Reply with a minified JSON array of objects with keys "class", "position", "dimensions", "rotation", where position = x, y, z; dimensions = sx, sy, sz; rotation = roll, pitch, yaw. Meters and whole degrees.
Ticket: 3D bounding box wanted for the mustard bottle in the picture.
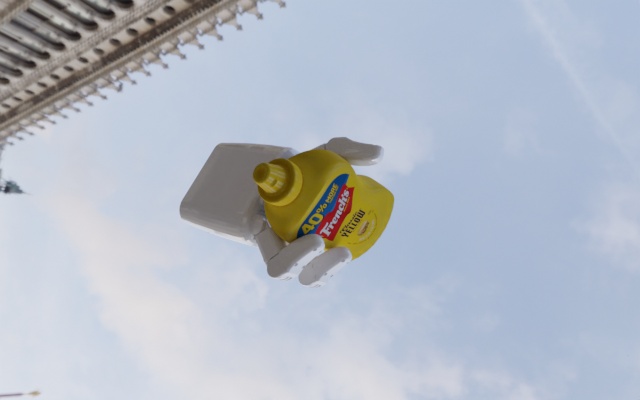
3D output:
[{"class":"mustard bottle","position":[0.000,0.002,0.469],"dimensions":[0.058,0.096,0.192],"rotation":[41,8,35]}]
